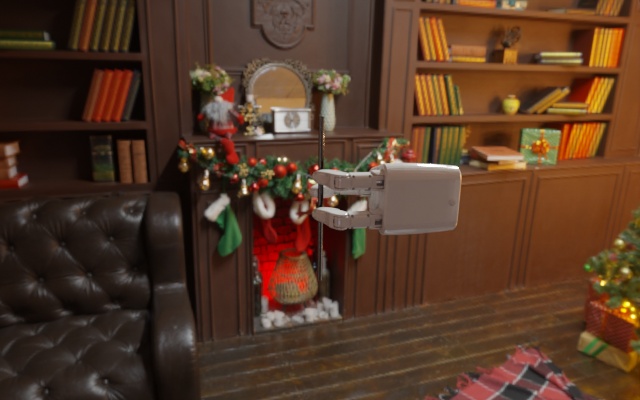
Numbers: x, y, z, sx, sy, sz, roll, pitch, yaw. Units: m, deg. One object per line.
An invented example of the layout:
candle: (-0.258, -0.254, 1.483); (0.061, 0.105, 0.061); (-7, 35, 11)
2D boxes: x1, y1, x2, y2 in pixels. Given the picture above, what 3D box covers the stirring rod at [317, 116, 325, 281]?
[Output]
stirring rod: (0.000, 0.002, 0.680); (0.011, 0.239, 0.011); (1, 16, 0)
